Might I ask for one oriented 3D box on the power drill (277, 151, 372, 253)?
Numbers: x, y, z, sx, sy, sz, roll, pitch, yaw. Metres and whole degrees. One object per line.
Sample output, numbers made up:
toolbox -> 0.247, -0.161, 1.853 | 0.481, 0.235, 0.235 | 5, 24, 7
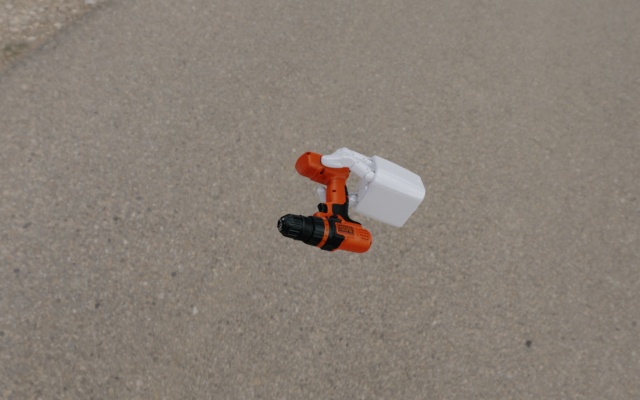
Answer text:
power drill -> 0.000, 0.002, 0.866 | 0.184, 0.187, 0.057 | 16, -40, -31
